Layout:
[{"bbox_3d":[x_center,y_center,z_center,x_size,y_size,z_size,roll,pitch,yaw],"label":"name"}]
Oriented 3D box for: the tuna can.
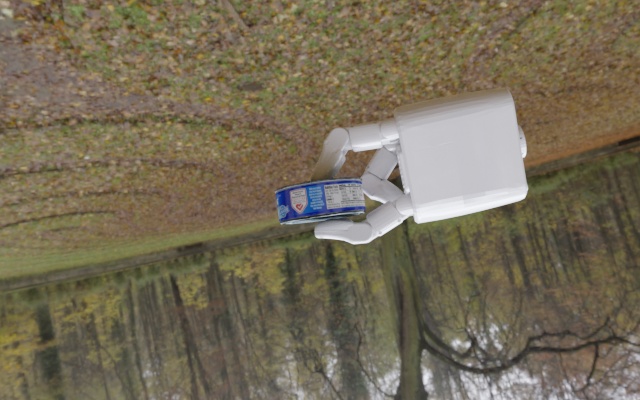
[{"bbox_3d":[0.000,0.002,0.463,0.086,0.033,0.086,-8,-5,-1],"label":"tuna can"}]
